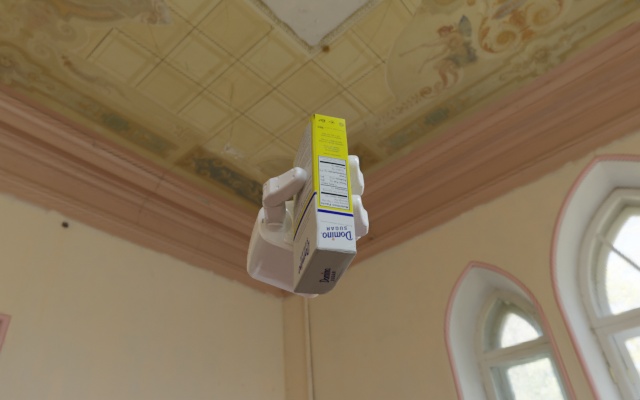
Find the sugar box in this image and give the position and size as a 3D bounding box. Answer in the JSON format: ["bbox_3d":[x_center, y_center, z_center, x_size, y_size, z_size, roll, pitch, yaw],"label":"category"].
[{"bbox_3d":[0.001,0.002,0.512,0.048,0.176,0.093,6,-37,-15],"label":"sugar box"}]
